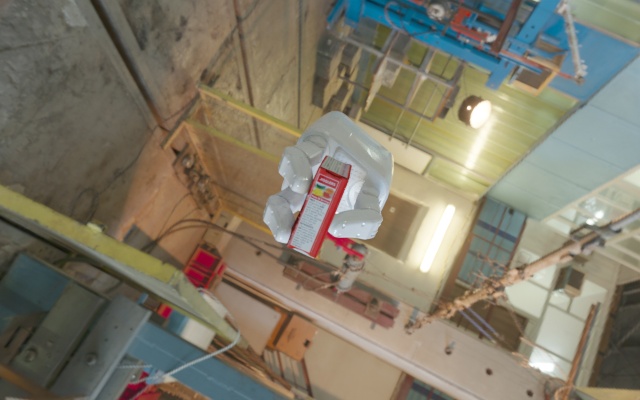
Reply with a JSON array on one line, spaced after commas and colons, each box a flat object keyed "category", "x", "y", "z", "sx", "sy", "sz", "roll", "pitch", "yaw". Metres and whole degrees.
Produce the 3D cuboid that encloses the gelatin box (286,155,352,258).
[{"category": "gelatin box", "x": 0.000, "y": 0.002, "z": 0.426, "sx": 0.030, "sy": 0.073, "sz": 0.089, "roll": 23, "pitch": 13, "yaw": -1}]
